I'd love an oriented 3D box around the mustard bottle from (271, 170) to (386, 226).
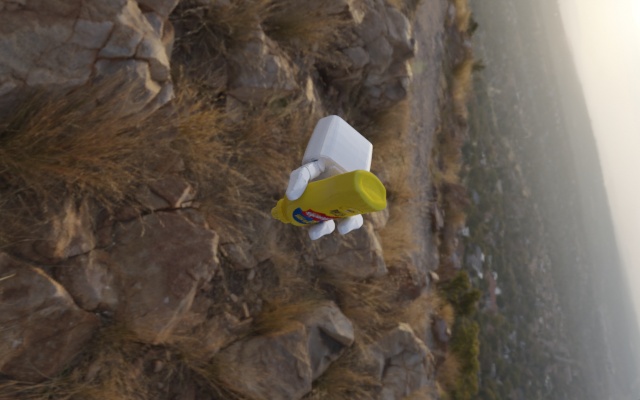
[{"bbox_3d":[0.000,0.003,0.755,0.191,0.058,0.096,-13,-22,32],"label":"mustard bottle"}]
